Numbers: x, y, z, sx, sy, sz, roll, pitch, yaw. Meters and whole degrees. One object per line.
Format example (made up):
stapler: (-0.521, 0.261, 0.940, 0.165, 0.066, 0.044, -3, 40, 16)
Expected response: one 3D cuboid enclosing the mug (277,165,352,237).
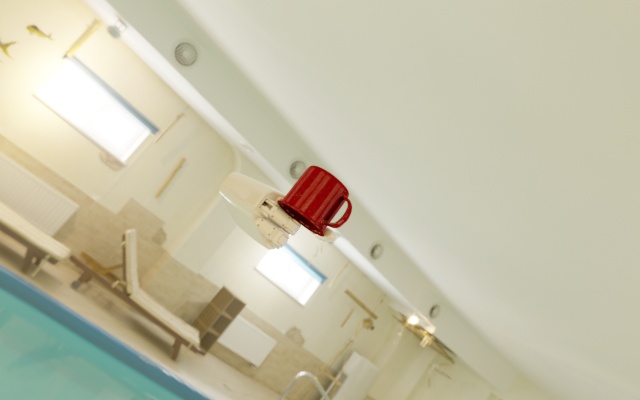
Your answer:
mug: (0.001, 0.003, 0.756, 0.117, 0.081, 0.093, 27, -15, 39)
